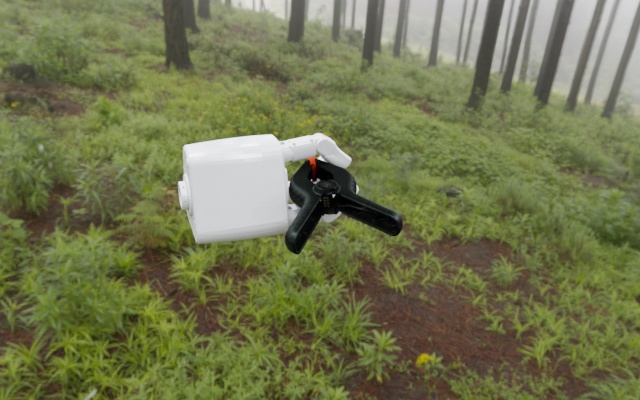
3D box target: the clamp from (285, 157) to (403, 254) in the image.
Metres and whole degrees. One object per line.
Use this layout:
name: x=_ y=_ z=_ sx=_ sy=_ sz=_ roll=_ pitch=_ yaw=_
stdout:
clamp: x=0.000 y=0.001 z=0.531 sx=0.120 sy=0.039 sz=0.171 roll=-9 pitch=29 yaw=-20
